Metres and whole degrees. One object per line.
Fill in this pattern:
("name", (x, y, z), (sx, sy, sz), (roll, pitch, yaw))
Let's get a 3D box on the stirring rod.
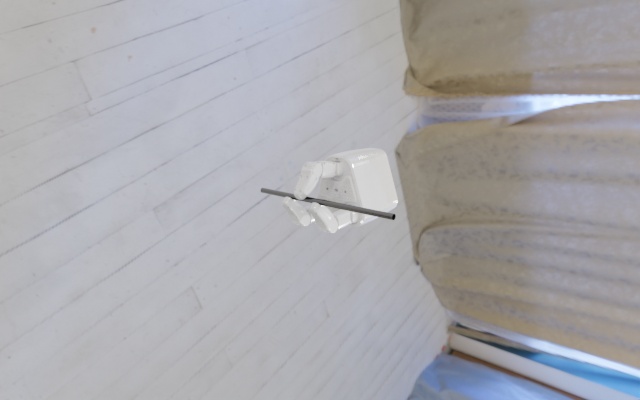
("stirring rod", (0.000, 0.002, 0.666), (0.239, 0.011, 0.011), (11, 7, 40))
